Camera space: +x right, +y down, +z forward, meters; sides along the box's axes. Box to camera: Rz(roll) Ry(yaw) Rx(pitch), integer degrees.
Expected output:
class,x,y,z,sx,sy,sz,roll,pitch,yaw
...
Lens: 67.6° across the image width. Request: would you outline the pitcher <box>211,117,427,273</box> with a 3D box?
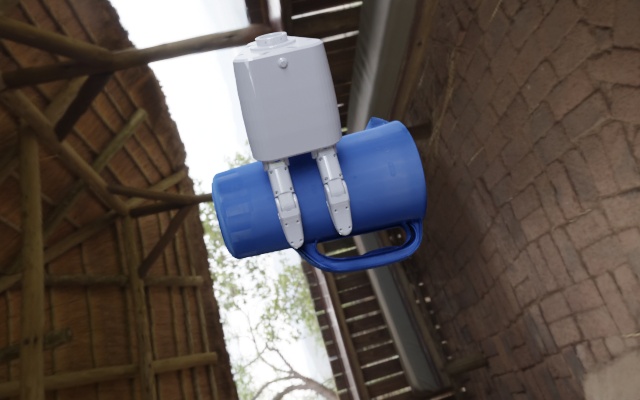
class,x,y,z,sx,sy,sz,roll,pitch,yaw
pitcher,0.000,0.002,0.583,0.243,0.145,0.149,-14,28,-7
